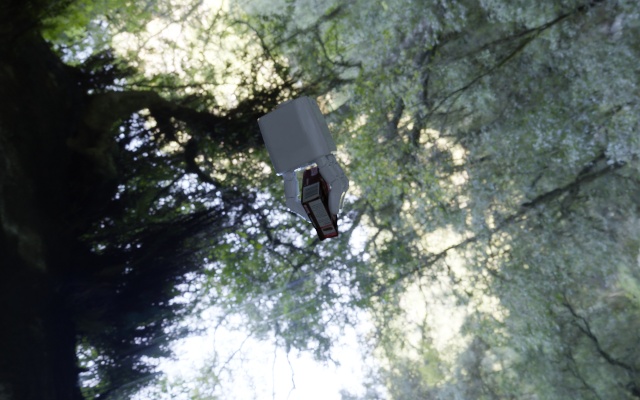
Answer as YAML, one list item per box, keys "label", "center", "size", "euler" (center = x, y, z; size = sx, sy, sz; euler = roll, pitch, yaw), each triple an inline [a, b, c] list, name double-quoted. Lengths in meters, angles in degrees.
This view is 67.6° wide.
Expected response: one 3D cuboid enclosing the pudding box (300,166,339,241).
- label: "pudding box"
  center: [0.000, 0.003, 0.848]
  size: [0.039, 0.090, 0.113]
  euler: [-18, 31, 14]
